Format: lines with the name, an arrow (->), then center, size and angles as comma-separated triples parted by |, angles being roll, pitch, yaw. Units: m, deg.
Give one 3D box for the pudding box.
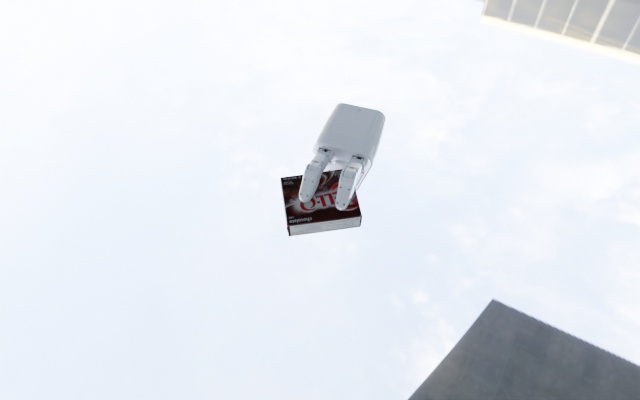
pudding box -> 0.000, 0.002, 0.723 | 0.113, 0.090, 0.039 | -9, -35, -3
